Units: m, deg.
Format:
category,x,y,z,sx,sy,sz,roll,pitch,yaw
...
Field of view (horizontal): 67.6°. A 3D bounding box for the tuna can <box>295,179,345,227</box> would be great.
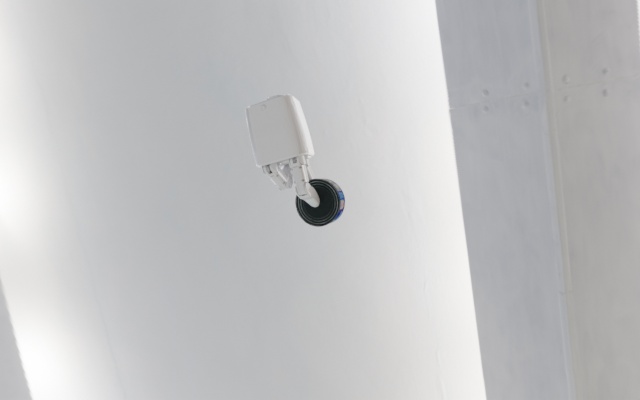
category,x,y,z,sx,sy,sz,roll,pitch,yaw
tuna can,0.000,0.003,0.861,0.086,0.086,0.034,0,4,22
